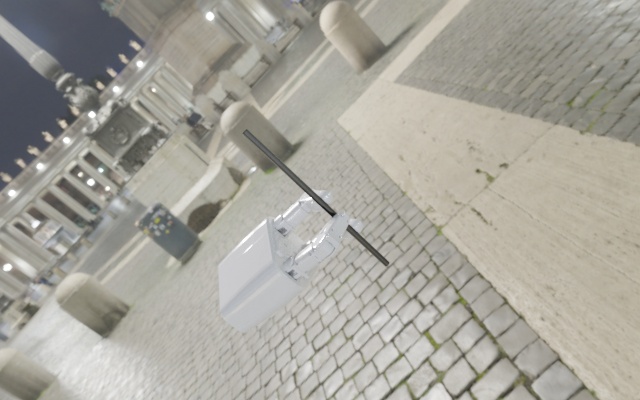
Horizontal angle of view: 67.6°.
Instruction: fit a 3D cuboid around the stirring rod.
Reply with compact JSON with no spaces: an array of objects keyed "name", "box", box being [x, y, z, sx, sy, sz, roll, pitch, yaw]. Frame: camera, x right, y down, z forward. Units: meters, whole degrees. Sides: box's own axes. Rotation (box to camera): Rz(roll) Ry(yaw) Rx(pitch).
[{"name":"stirring rod","box":[0.000,0.002,0.564,0.239,0.011,0.011,43,-16,-18]}]
